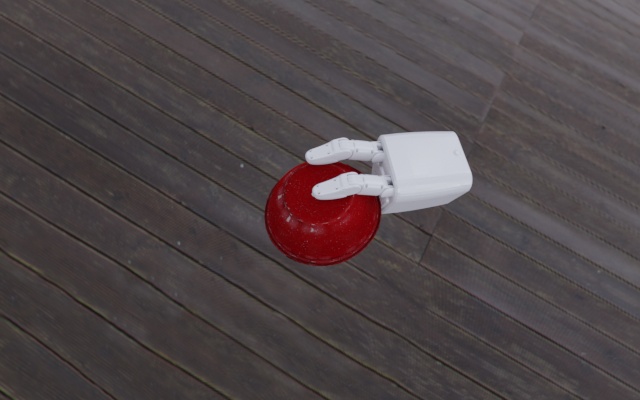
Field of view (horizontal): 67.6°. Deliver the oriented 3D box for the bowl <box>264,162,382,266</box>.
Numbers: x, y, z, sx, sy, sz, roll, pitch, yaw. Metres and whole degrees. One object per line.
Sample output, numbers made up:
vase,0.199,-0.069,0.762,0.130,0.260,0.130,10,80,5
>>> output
bowl,-0.001,0.002,0.631,0.162,0.162,0.055,0,-28,6
